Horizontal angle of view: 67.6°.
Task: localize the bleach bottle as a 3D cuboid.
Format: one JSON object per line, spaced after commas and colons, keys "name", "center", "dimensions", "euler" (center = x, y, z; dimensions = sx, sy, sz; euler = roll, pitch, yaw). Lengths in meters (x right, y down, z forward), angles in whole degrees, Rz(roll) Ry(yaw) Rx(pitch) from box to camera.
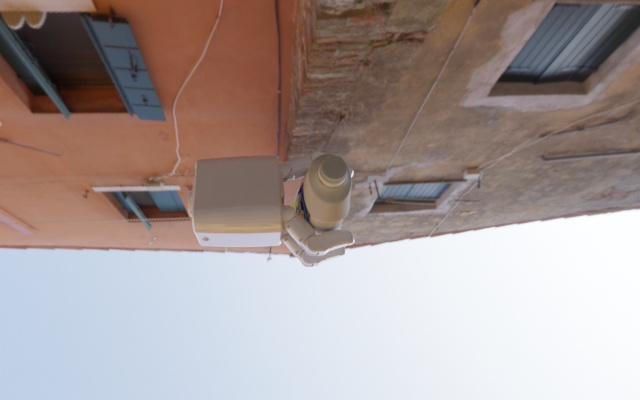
{"name": "bleach bottle", "center": [0.000, 0.002, 0.627], "dimensions": [0.068, 0.102, 0.251], "euler": [-3, -21, -8]}
